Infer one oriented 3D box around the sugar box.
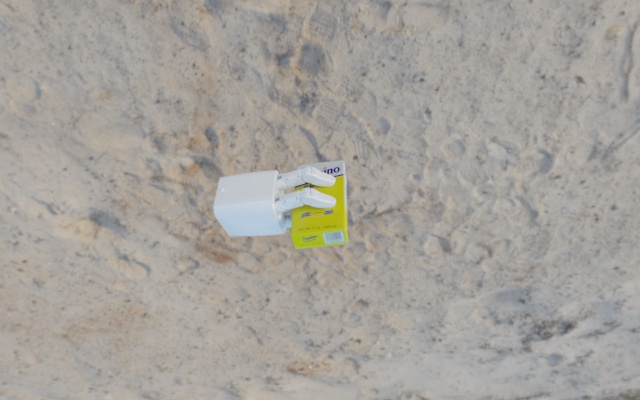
[{"bbox_3d":[0.000,0.002,0.846,0.093,0.176,0.048,-6,-44,7],"label":"sugar box"}]
